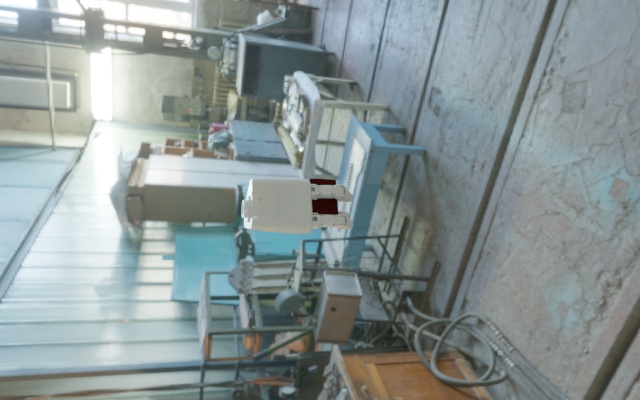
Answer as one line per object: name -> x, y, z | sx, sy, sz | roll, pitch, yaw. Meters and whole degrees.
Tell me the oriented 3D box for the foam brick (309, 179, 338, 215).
foam brick -> 0.000, 0.003, 0.898 | 0.051, 0.078, 0.053 | 2, -19, -17
